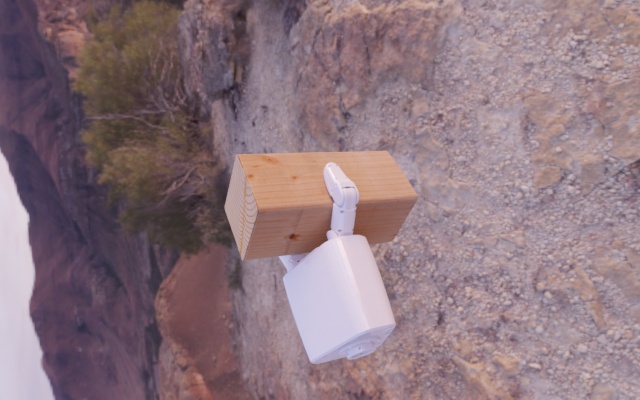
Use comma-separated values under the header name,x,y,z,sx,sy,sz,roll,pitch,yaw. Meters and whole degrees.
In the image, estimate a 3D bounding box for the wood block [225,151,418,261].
name,x,y,z,sx,sy,sz,roll,pitch,yaw
wood block,0.000,0.002,0.585,0.206,0.090,0.091,-4,-42,-27
